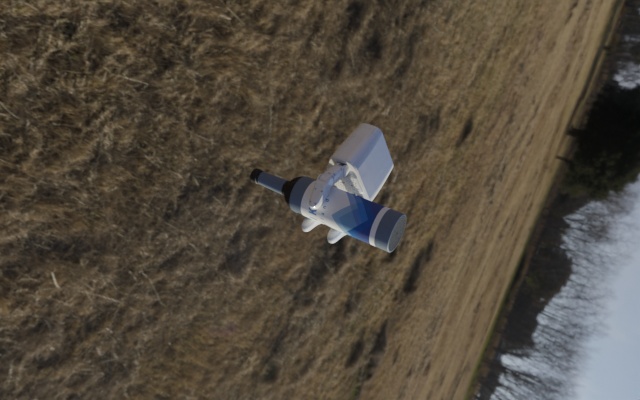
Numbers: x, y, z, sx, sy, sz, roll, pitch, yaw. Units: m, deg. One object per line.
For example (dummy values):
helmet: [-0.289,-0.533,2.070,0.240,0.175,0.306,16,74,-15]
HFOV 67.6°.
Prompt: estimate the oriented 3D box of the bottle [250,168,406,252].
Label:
bottle: [0.000,0.003,0.827,0.295,0.069,0.069,22,10,25]
